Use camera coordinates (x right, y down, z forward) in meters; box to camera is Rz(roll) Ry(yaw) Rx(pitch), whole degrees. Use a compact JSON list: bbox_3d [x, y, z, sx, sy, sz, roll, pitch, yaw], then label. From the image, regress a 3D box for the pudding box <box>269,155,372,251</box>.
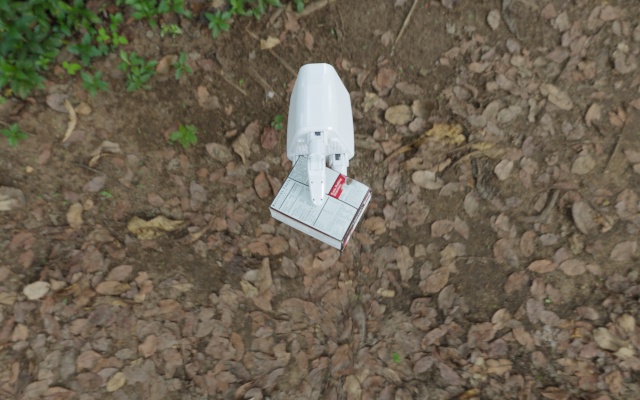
[{"bbox_3d":[0.000,0.002,0.641,0.113,0.090,0.039,25,-18,13],"label":"pudding box"}]
